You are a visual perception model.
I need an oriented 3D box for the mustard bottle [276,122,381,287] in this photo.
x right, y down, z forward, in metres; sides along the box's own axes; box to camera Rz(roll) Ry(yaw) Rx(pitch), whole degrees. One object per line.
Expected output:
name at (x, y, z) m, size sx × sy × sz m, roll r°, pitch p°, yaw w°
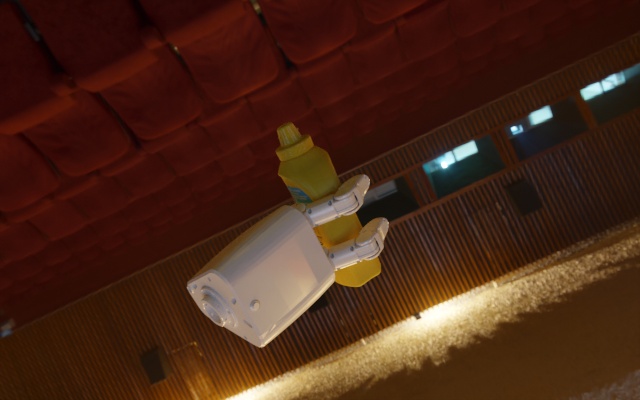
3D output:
mustard bottle at (0.000, 0.002, 0.540) m, size 0.058 × 0.192 × 0.096 m, roll -31°, pitch 19°, yaw -12°
